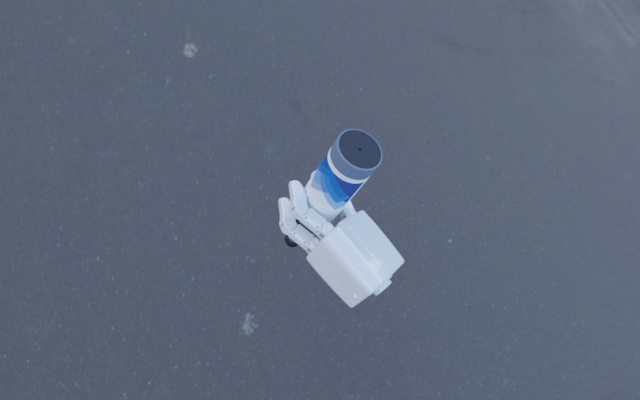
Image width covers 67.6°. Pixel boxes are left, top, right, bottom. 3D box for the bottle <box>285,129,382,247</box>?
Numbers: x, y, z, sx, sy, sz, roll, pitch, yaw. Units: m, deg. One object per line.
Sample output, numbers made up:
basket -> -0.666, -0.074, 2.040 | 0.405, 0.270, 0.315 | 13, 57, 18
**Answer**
bottle -> 0.000, 0.002, 0.747 | 0.069, 0.069, 0.296 | 0, -28, -24
